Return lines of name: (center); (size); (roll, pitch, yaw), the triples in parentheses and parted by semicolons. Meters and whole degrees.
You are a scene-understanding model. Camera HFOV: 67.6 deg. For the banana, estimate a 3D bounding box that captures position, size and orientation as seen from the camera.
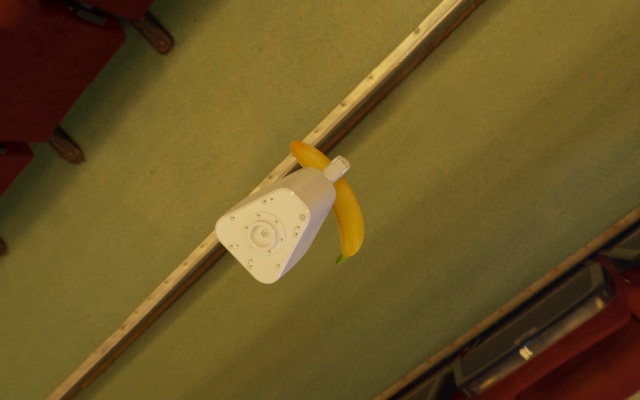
banana: (0.018, 0.000, 0.680); (0.069, 0.198, 0.037); (-16, 11, 23)
